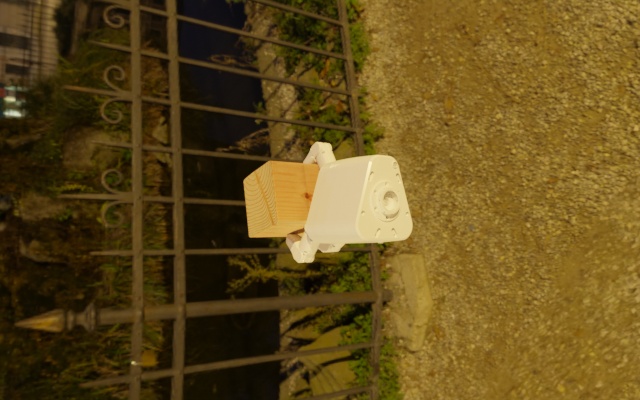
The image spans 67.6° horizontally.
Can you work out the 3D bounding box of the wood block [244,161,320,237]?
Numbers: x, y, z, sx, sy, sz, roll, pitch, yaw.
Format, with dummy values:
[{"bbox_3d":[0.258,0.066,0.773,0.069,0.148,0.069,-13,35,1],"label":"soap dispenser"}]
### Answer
[{"bbox_3d":[0.000,0.002,0.721,0.206,0.090,0.090,2,-18,-34],"label":"wood block"}]
